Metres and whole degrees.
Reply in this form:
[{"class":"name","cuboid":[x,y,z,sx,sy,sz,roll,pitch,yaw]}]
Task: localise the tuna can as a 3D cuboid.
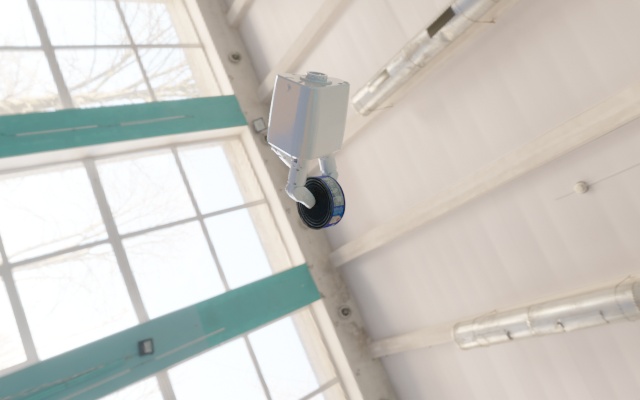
[{"class":"tuna can","cuboid":[0.001,0.003,0.771,0.034,0.086,0.086,-10,7,-42]}]
